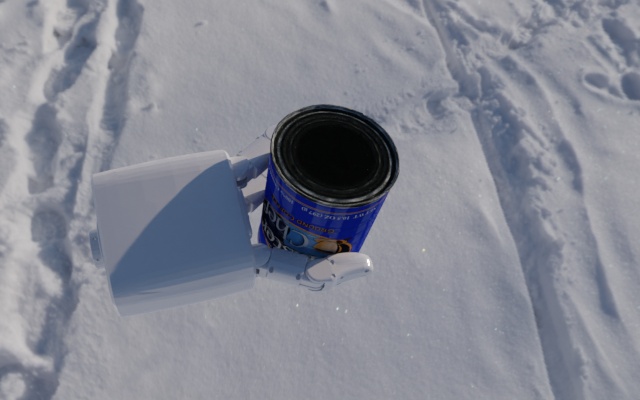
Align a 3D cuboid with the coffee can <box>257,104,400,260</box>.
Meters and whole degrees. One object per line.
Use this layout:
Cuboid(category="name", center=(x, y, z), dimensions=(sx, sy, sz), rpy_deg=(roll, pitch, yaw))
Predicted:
Cuboid(category="coffee can", center=(0.000, 0.001, 0.423), dimensions=(0.103, 0.102, 0.140), rpy_deg=(0, -34, -12))
